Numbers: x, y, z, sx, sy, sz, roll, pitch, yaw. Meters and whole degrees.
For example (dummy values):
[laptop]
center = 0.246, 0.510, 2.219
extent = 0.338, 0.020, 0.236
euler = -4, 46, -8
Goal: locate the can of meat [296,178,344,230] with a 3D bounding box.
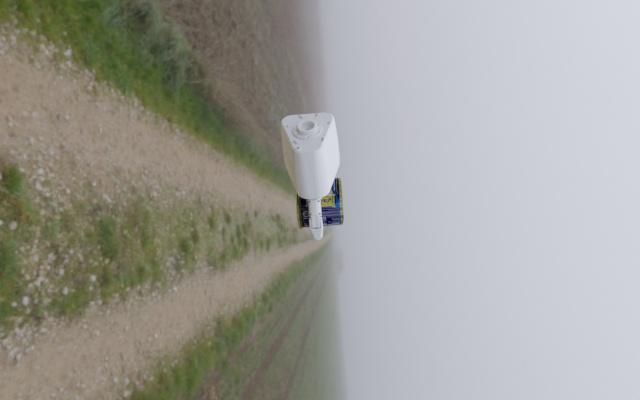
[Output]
[can of meat]
center = 0.000, 0.003, 0.894
extent = 0.084, 0.057, 0.102
euler = -4, 43, 3
